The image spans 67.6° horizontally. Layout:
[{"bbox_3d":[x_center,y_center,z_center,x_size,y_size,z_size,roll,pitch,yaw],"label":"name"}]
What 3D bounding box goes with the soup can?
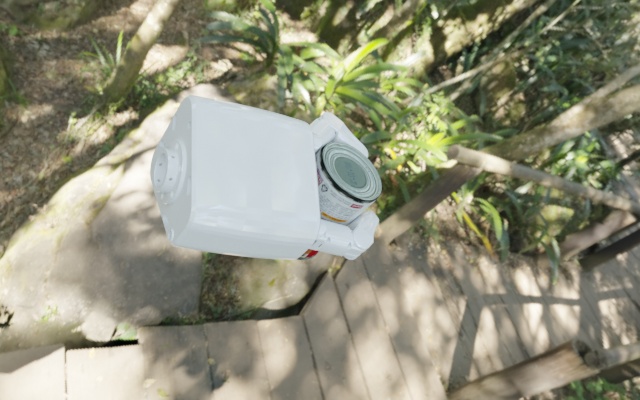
[{"bbox_3d":[0.001,0.001,0.448,0.068,0.068,0.102,0,-34,-42],"label":"soup can"}]
